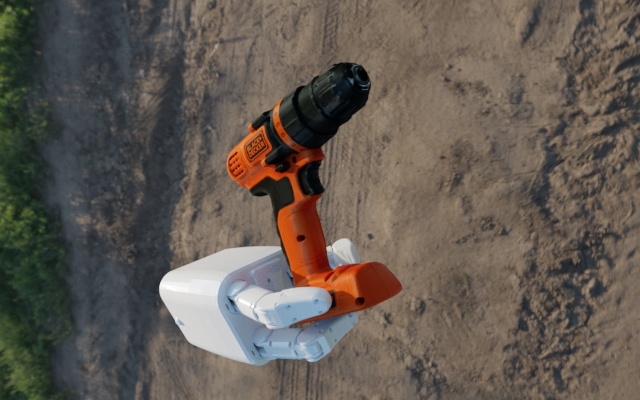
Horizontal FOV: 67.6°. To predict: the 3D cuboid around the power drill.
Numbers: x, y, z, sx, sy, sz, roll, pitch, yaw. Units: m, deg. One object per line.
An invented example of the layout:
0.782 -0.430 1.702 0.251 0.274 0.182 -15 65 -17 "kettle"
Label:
0.000 0.002 0.407 0.057 0.187 0.184 -12 -12 -40 "power drill"
